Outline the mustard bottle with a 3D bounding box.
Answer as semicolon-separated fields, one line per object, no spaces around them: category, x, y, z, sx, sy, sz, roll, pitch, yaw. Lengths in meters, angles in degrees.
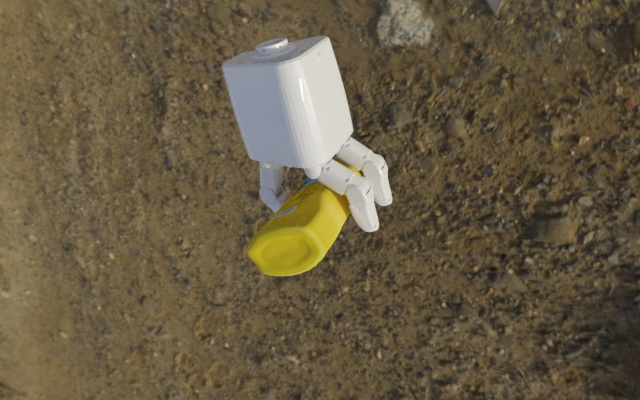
mustard bottle;0.000;0.002;0.536;0.096;0.058;0.191;-25;18;38
